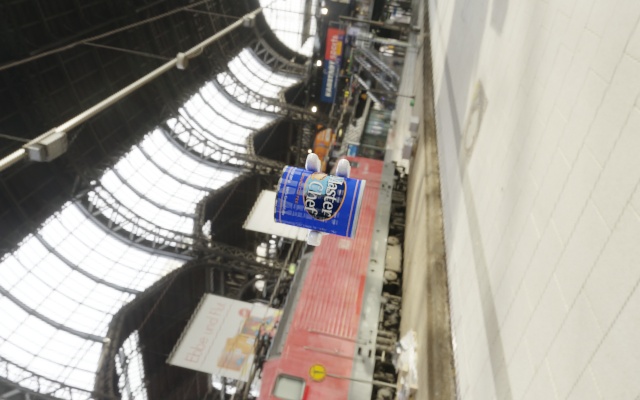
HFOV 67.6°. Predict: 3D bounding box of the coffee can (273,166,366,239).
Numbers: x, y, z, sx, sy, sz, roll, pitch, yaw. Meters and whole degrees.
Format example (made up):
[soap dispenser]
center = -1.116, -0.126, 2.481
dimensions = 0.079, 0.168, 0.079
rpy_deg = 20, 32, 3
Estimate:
[coffee can]
center = 0.000, 0.003, 0.822
dimensions = 0.140, 0.103, 0.103
rpy_deg = 11, 1, 5
